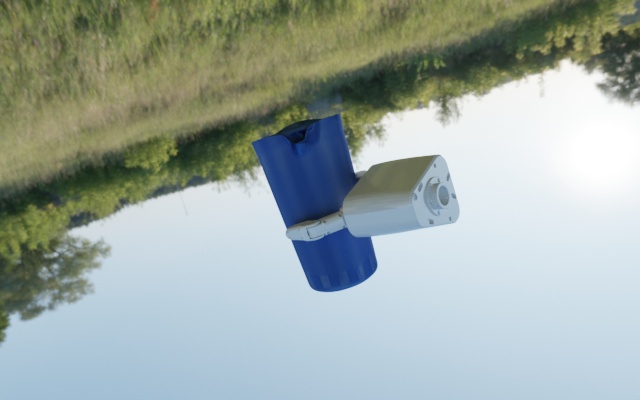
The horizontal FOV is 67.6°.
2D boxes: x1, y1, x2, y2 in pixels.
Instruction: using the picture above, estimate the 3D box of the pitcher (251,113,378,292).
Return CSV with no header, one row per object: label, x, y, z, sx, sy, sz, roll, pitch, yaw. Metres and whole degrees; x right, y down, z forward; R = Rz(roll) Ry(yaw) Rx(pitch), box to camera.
pitcher,0.000,0.002,0.708,0.145,0.243,0.149,-9,12,44
